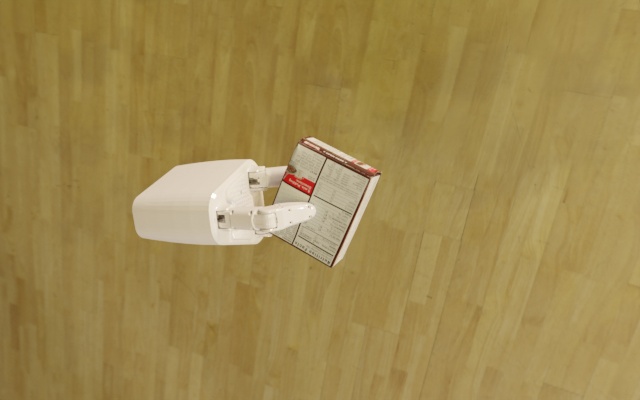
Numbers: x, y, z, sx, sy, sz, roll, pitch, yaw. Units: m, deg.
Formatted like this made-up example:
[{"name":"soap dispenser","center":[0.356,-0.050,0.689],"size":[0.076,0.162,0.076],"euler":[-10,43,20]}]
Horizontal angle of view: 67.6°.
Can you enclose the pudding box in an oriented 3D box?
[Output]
[{"name":"pudding box","center":[0.000,0.002,0.505],"size":[0.090,0.113,0.039],"euler":[28,23,13]}]
